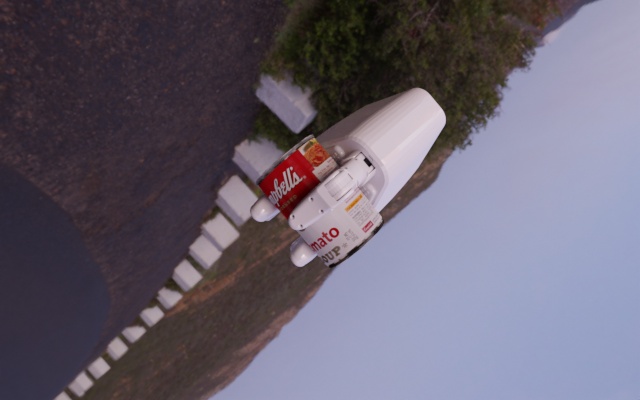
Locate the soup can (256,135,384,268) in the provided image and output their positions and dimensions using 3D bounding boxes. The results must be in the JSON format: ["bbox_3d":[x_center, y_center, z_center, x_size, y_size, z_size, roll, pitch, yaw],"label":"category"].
[{"bbox_3d":[0.000,0.002,0.430,0.068,0.102,0.068,-40,1,1],"label":"soup can"}]
